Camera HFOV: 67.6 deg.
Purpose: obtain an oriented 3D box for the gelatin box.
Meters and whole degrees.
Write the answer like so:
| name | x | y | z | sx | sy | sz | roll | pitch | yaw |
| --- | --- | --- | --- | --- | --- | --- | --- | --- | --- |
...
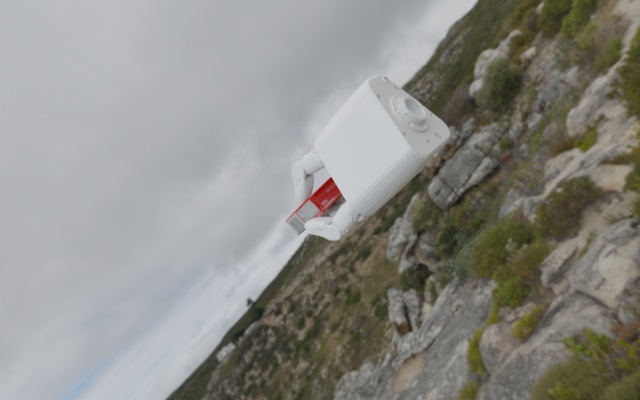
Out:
| name | x | y | z | sx | sy | sz | roll | pitch | yaw |
| --- | --- | --- | --- | --- | --- | --- | --- | --- | --- |
| gelatin box | 0.000 | 0.002 | 0.640 | 0.073 | 0.030 | 0.089 | -43 | 0 | -34 |
